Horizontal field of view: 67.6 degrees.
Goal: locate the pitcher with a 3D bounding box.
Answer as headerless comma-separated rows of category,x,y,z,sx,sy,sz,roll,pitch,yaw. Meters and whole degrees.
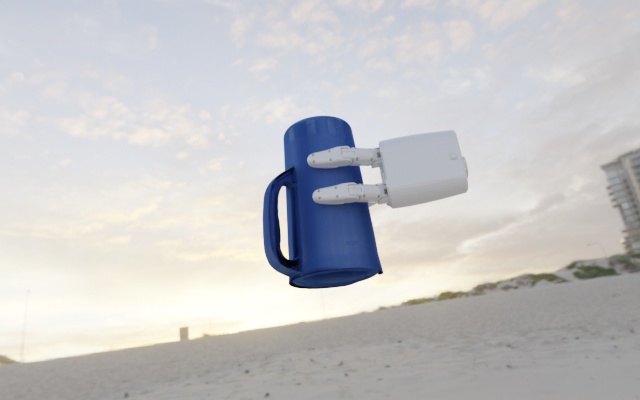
pitcher,0.000,0.002,0.696,0.145,0.242,0.149,-11,-20,9
